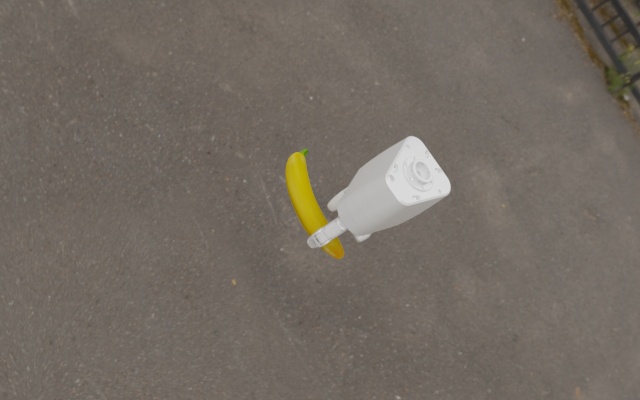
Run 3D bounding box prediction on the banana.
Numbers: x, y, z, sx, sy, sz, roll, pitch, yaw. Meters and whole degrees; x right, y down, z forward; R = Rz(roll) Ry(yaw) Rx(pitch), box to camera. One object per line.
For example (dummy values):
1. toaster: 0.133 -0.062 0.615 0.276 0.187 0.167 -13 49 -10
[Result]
1. banana: -0.016 0.000 0.749 0.069 0.197 0.037 -3 -22 -38
